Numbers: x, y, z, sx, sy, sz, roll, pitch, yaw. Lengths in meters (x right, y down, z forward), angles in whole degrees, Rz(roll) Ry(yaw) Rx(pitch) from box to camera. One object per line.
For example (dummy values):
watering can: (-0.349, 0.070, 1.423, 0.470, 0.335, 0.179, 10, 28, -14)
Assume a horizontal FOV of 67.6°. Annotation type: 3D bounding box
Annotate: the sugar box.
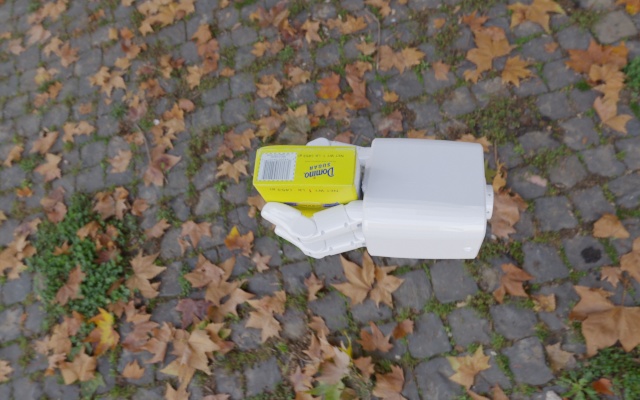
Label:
sugar box: (0.000, 0.002, 0.499, 0.093, 0.048, 0.176, 2, -24, 12)
